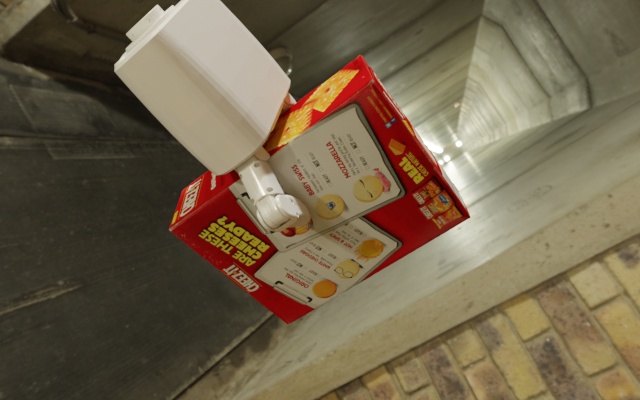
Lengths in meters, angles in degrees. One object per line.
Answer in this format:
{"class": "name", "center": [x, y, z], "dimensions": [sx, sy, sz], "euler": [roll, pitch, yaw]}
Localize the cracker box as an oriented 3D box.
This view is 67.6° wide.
{"class": "cracker box", "center": [0.000, 0.001, 0.441], "dimensions": [0.214, 0.164, 0.072], "euler": [-34, 30, 17]}
